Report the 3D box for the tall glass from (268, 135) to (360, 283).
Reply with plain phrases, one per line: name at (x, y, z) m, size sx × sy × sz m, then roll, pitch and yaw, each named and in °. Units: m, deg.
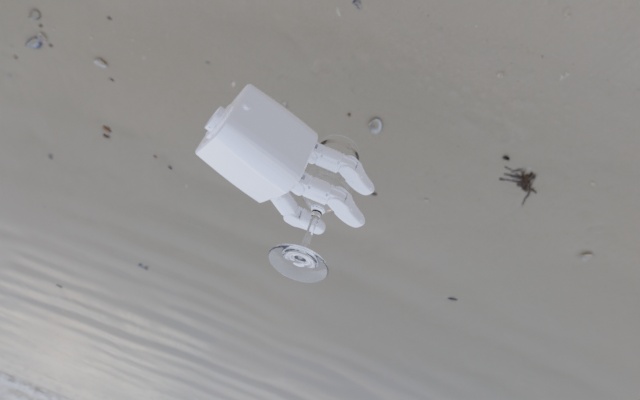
tall glass at (0.000, 0.003, 0.621) m, size 0.079 × 0.201 × 0.079 m, roll 12°, pitch -40°, yaw 10°
